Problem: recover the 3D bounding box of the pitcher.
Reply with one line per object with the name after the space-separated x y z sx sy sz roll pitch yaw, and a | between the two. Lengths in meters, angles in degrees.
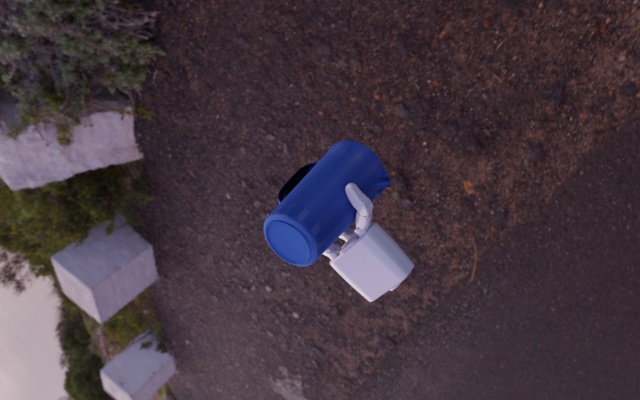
0.000 0.003 0.861 0.242 0.145 0.149 -46 3 -41 | pitcher
